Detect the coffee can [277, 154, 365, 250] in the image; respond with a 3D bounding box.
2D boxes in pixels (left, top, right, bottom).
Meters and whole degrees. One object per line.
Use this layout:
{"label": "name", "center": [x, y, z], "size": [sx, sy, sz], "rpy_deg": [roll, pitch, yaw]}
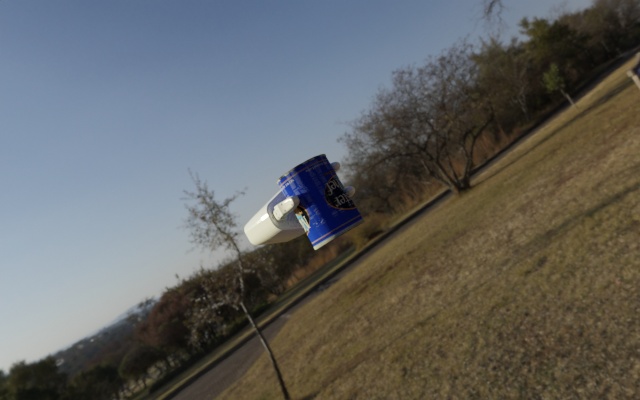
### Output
{"label": "coffee can", "center": [0.000, 0.003, 0.853], "size": [0.103, 0.140, 0.103], "rpy_deg": [-30, -5, -3]}
